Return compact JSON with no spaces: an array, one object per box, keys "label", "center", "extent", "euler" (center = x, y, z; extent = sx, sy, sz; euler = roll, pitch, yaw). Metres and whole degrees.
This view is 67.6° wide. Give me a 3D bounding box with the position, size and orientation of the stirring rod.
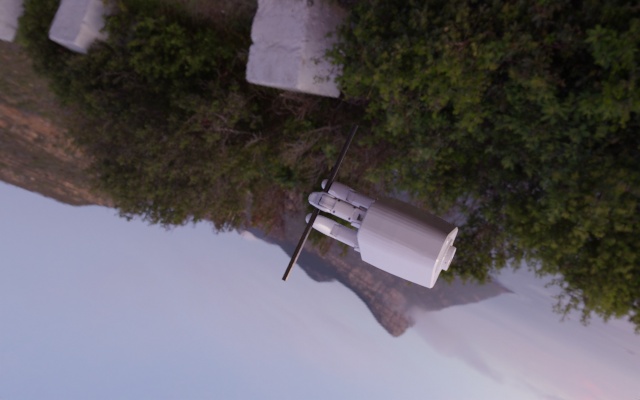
[{"label":"stirring rod","center":[0.000,0.002,0.671],"extent":[0.011,0.239,0.011],"euler":[25,-4,2]}]
